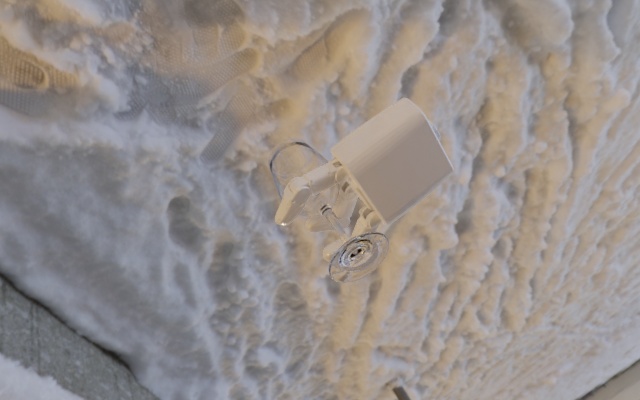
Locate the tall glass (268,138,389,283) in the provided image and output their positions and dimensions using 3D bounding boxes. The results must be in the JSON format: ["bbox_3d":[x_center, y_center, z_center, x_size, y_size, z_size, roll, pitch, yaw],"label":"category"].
[{"bbox_3d":[0.000,0.002,0.581,0.079,0.079,0.201,0,38,-33],"label":"tall glass"}]
